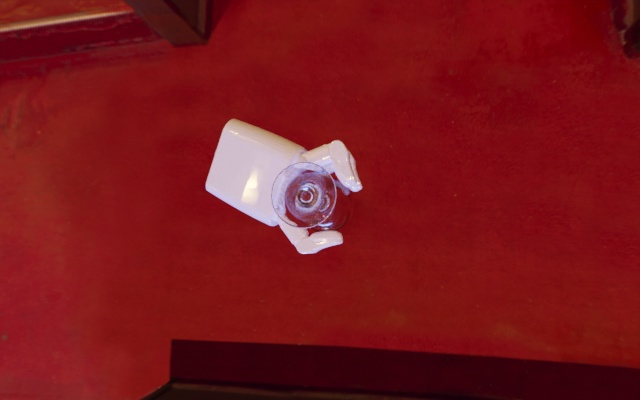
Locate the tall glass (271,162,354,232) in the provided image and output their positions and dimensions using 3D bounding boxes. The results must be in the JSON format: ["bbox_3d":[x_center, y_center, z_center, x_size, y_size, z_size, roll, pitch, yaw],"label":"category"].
[{"bbox_3d":[0.000,0.002,0.622,0.079,0.079,0.201,0,-5,11],"label":"tall glass"}]
